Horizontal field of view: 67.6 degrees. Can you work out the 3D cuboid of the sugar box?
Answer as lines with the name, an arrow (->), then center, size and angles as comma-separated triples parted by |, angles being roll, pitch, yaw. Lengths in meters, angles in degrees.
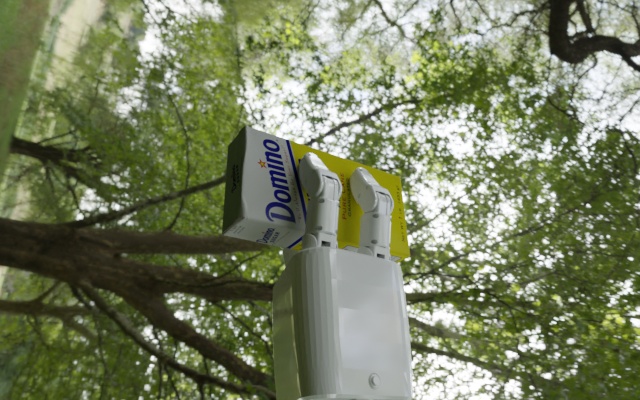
sugar box -> 0.000, 0.001, 0.445 | 0.176, 0.093, 0.048 | 16, -34, -31
